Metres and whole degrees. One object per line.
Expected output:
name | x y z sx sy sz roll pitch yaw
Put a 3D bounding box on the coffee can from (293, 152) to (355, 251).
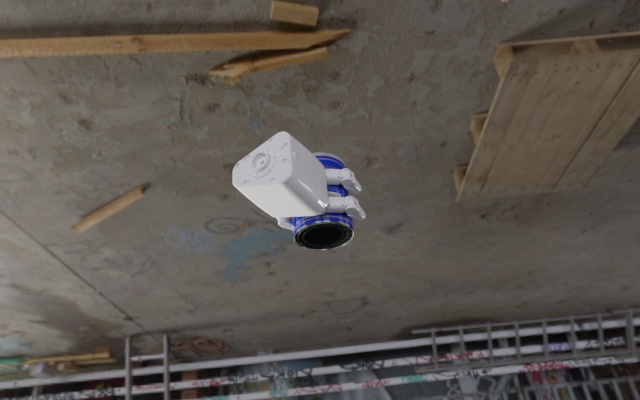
coffee can | 0.000 0.003 0.830 0.103 0.140 0.103 -4 -32 -3
